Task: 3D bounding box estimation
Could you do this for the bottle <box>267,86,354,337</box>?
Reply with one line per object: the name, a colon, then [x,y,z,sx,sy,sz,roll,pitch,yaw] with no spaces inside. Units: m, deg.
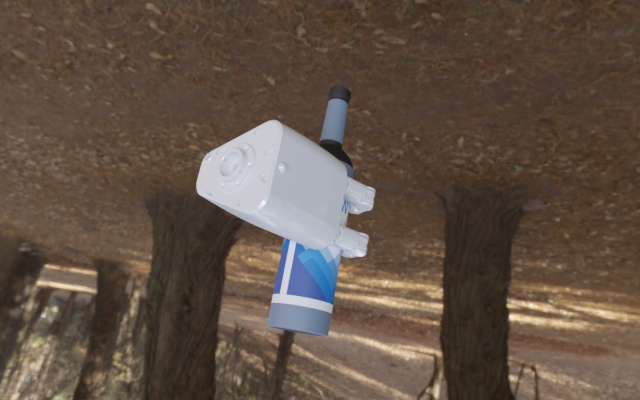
bottle: [0.000,0.002,0.554,0.069,0.295,0.069,9,-17,3]
